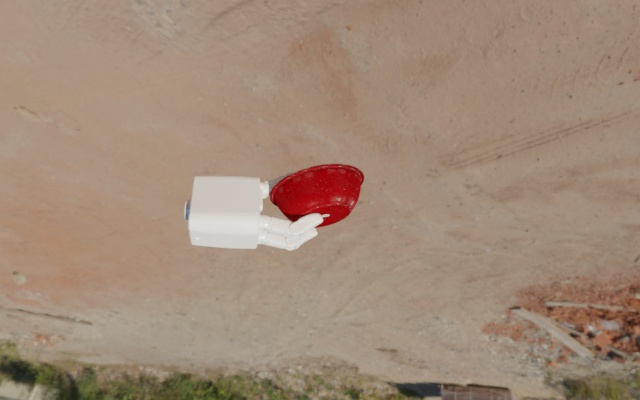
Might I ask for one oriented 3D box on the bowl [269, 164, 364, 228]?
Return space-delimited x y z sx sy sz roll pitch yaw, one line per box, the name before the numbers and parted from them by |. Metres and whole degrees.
bowl | 0.002 0.003 0.788 0.162 0.055 0.162 -12 -23 -5
